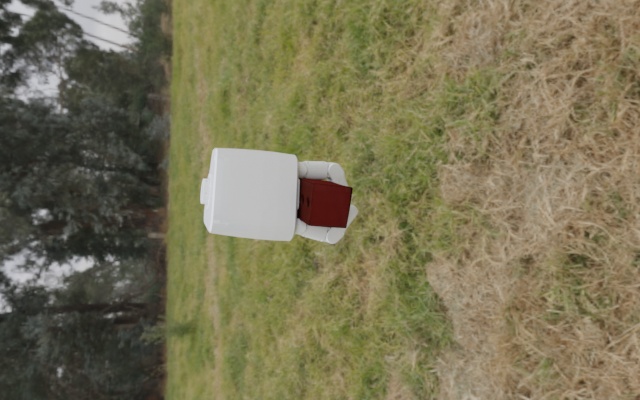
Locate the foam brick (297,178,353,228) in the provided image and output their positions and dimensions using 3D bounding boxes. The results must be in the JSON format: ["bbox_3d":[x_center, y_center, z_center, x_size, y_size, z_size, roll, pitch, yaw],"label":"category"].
[{"bbox_3d":[0.000,0.002,0.607,0.051,0.053,0.078,6,5,-20],"label":"foam brick"}]
